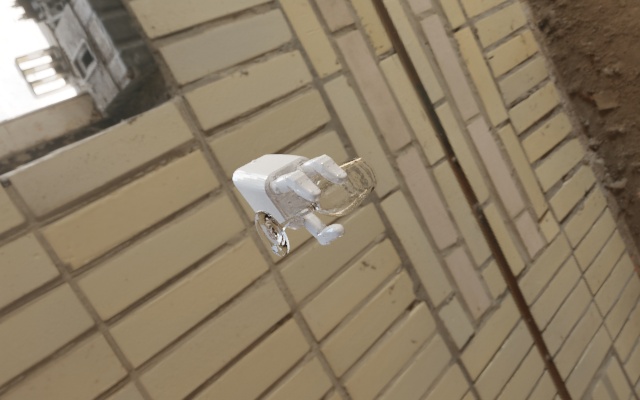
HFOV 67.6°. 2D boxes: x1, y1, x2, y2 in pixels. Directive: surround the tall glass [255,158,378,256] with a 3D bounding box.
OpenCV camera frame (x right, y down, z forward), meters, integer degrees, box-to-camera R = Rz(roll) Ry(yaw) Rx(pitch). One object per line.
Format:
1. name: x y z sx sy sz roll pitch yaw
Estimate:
1. tall glass: 0.000 0.003 0.732 0.201 0.079 0.079 -32 19 -32
